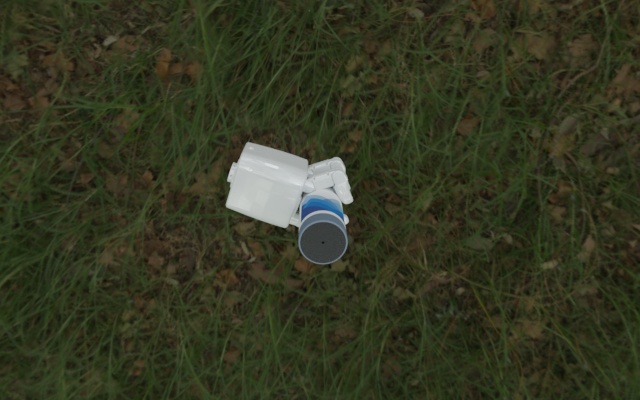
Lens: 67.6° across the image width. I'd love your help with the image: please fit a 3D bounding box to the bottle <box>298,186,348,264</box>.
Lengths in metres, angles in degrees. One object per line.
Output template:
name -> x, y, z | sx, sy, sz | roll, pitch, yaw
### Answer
bottle -> 0.000, 0.003, 0.776 | 0.069, 0.069, 0.295 | 0, 22, -1
